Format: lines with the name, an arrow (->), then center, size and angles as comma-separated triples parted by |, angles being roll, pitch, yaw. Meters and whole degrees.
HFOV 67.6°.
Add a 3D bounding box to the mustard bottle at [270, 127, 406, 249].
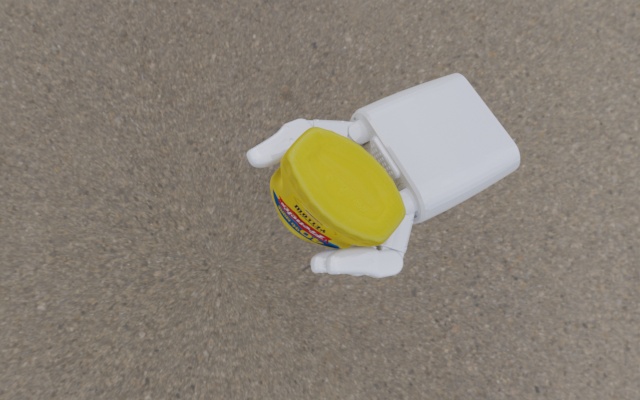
mustard bottle -> 0.000, 0.002, 0.421 | 0.096, 0.058, 0.191 | 41, -14, -4
